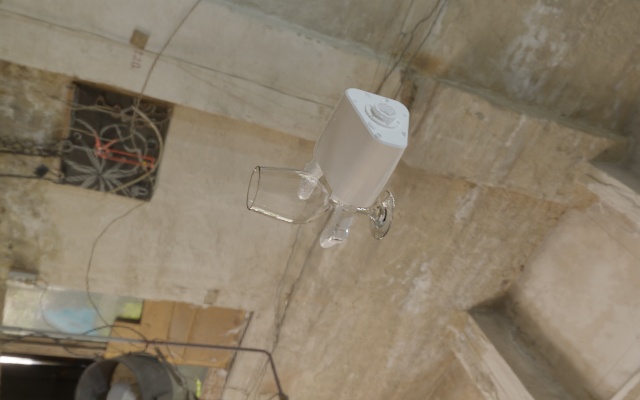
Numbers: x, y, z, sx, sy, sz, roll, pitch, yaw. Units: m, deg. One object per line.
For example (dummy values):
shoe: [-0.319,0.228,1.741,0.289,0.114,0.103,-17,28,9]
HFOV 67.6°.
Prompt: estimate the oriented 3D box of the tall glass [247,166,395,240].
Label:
tall glass: [0.001,0.003,0.680,0.201,0.079,0.079,12,-4,-19]
